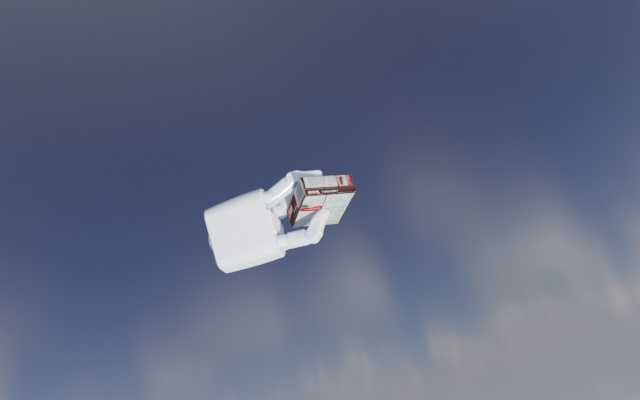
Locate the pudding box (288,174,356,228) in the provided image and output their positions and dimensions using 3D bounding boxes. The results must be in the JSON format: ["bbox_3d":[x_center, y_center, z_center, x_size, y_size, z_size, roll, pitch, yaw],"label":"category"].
[{"bbox_3d":[0.000,0.003,0.802,0.090,0.039,0.113,-5,-28,-19],"label":"pudding box"}]
